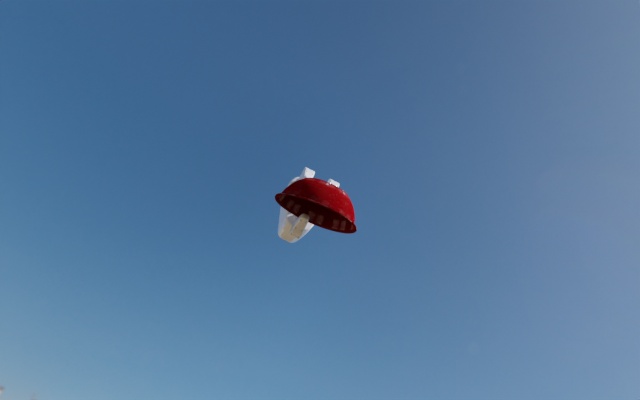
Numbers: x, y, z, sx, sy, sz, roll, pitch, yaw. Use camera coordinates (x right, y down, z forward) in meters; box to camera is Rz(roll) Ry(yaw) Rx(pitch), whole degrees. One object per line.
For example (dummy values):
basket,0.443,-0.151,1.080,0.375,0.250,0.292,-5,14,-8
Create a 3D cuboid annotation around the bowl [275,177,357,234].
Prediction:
bowl,0.001,0.002,0.876,0.162,0.055,0.162,21,-15,6
